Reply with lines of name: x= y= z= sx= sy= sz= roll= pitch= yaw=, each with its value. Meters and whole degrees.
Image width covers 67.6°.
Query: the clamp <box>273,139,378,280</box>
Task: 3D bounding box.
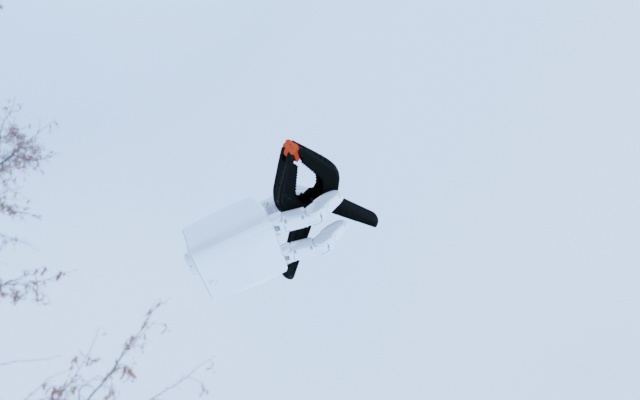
clamp: x=-0.001 y=0.001 z=0.652 sx=0.164 sy=0.210 sz=0.036 roll=-26 pitch=41 yaw=-16
